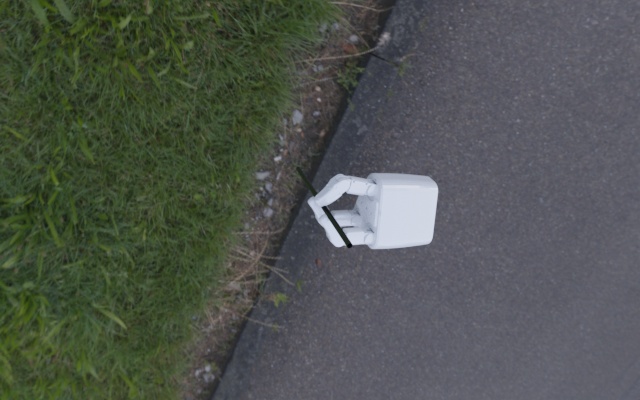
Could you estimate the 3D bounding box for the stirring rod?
[{"bbox_3d":[0.000,0.002,0.729,0.011,0.011,0.239,0,29,-22],"label":"stirring rod"}]
